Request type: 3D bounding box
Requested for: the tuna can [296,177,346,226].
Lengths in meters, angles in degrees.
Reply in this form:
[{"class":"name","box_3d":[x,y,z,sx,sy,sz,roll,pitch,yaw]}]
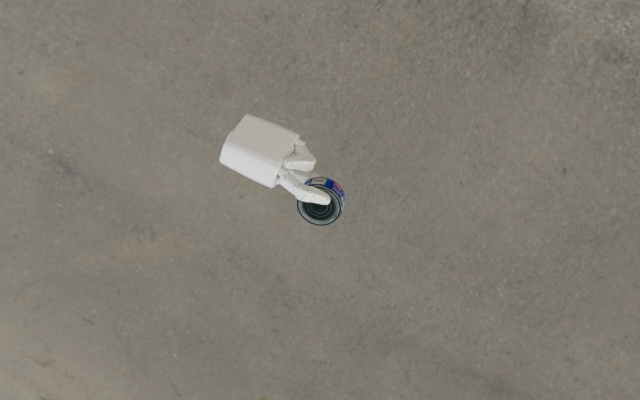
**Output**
[{"class":"tuna can","box_3d":[0.000,0.003,0.853,0.086,0.086,0.033,0,28,13]}]
